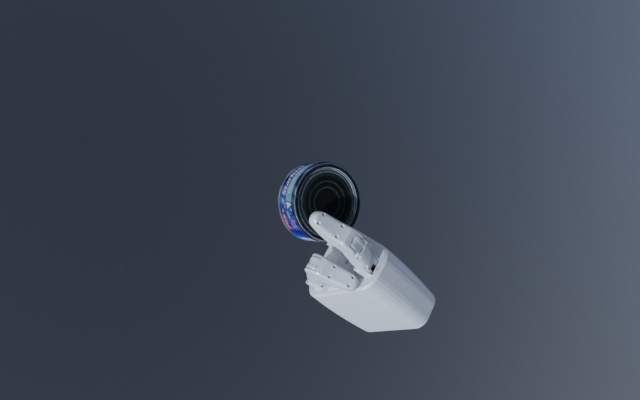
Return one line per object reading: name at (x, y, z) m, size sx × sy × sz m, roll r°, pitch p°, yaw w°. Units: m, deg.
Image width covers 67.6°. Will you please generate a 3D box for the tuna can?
tuna can at (0.000, 0.002, 0.509) m, size 0.086 × 0.086 × 0.034 m, roll 0°, pitch 1°, yaw -32°
